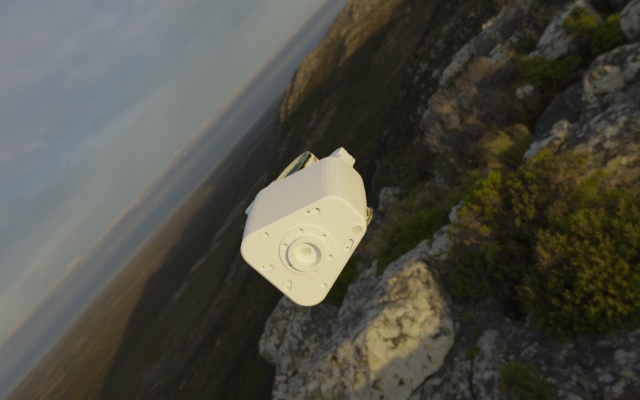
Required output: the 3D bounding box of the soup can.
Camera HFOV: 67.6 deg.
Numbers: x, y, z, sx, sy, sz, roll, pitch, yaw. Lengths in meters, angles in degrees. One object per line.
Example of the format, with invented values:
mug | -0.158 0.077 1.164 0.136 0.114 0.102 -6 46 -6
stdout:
soup can | 0.000 0.001 0.549 0.102 0.068 0.068 43 -13 -14
